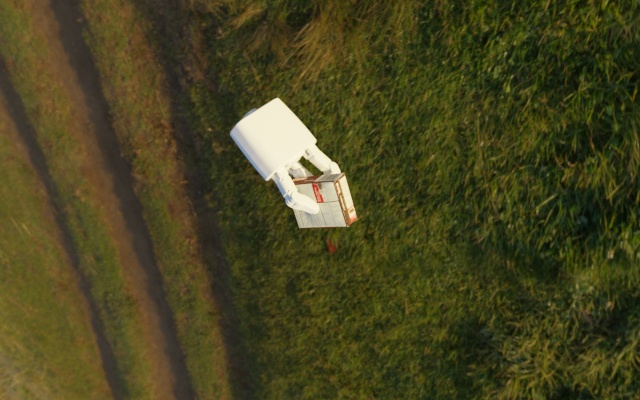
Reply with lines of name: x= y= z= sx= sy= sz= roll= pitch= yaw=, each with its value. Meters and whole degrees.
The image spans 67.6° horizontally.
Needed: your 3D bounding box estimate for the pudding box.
pudding box: x=0.000 y=0.003 z=0.847 sx=0.113 sy=0.090 sz=0.039 roll=-3 pitch=23 yaw=37
